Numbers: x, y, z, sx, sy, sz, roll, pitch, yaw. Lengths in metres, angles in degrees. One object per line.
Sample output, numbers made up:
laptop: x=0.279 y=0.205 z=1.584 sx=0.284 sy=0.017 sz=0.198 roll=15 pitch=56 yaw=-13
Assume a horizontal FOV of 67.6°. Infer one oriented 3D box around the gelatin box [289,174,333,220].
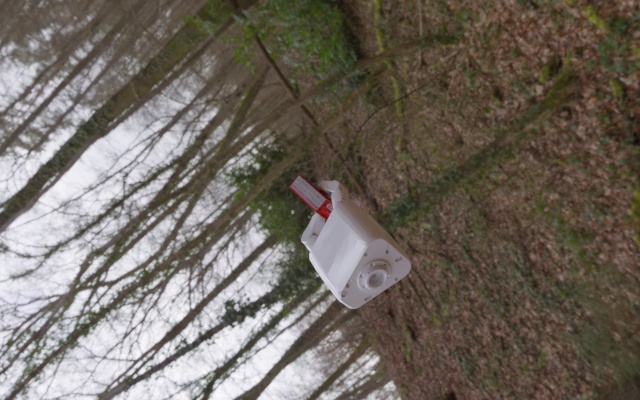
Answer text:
gelatin box: x=0.000 y=0.003 z=0.778 sx=0.073 sy=0.030 sz=0.089 roll=37 pitch=3 yaw=-46
